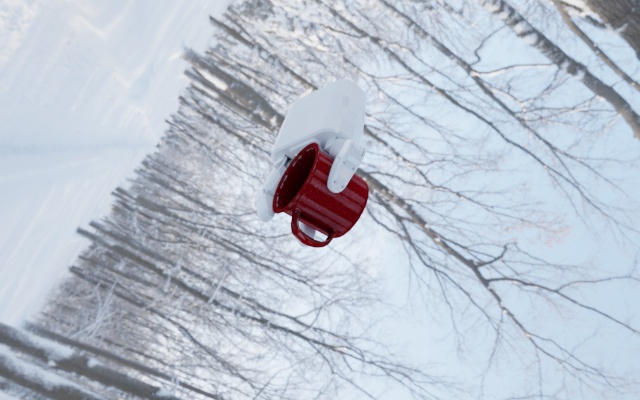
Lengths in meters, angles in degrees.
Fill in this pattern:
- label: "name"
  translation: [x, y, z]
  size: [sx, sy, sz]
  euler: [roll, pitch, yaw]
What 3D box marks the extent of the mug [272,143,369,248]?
- label: "mug"
  translation: [0.000, 0.003, 0.553]
  size: [0.081, 0.117, 0.093]
  euler: [31, -41, -21]
